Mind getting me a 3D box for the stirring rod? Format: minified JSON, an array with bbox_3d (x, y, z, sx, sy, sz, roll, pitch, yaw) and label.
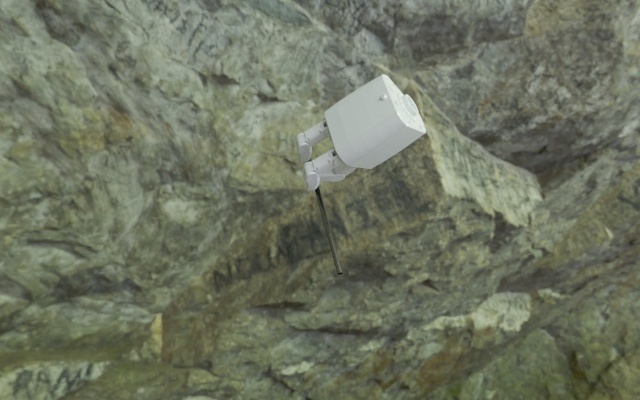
[{"bbox_3d":[0.000,0.002,0.736,0.011,0.239,0.011,-12,-29,-7],"label":"stirring rod"}]
